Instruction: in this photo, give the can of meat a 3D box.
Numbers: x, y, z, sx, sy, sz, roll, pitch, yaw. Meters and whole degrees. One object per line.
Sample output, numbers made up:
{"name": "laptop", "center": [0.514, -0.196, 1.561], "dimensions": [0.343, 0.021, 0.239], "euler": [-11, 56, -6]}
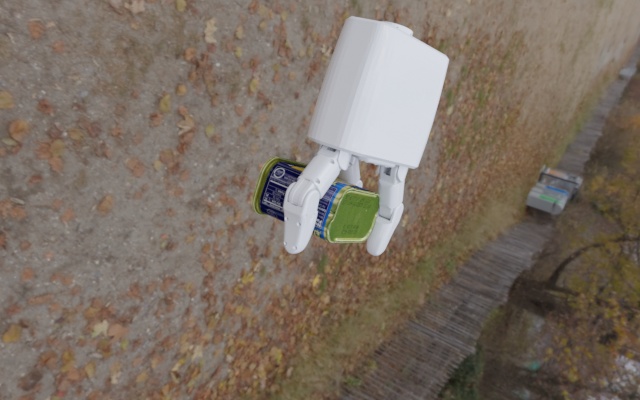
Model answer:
{"name": "can of meat", "center": [0.000, 0.002, 0.454], "dimensions": [0.084, 0.057, 0.102], "euler": [22, 7, 28]}
